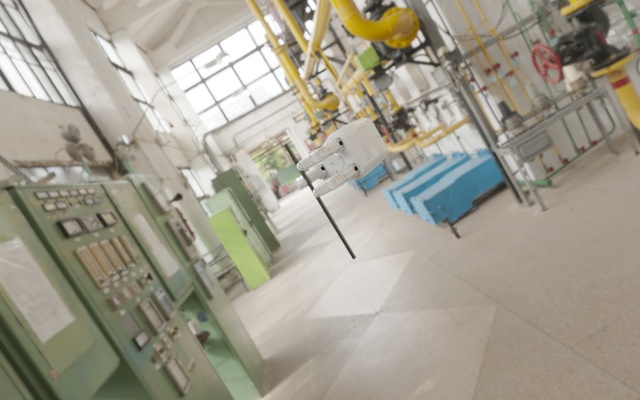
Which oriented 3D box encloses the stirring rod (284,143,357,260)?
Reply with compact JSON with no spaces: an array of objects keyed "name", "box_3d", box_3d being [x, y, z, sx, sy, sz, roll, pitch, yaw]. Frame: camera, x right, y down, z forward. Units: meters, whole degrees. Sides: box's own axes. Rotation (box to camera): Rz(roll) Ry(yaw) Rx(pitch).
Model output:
[{"name":"stirring rod","box_3d":[0.000,0.003,0.856,0.011,0.239,0.011,-31,5,3]}]
